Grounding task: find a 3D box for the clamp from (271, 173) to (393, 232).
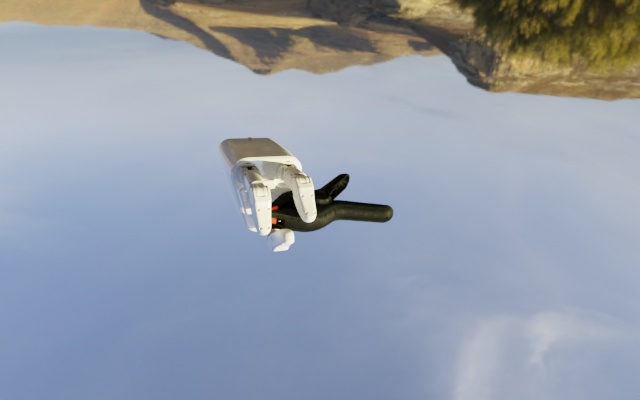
[{"bbox_3d":[0.000,0.003,0.653,0.171,0.039,0.120,-5,25,-23],"label":"clamp"}]
